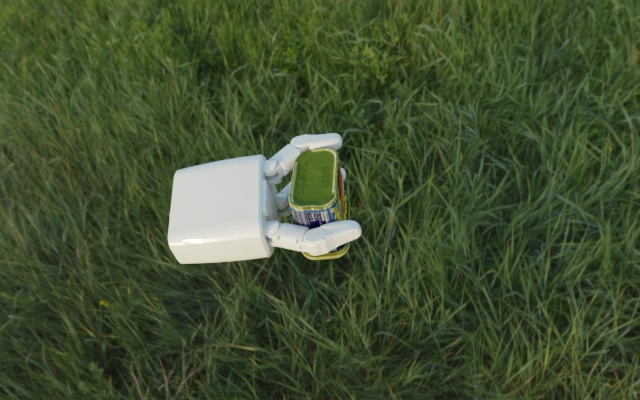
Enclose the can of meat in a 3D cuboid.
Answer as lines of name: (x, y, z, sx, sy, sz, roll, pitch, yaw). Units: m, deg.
can of meat: (0.000, 0.002, 0.548, 0.057, 0.102, 0.084, -5, -45, 9)
